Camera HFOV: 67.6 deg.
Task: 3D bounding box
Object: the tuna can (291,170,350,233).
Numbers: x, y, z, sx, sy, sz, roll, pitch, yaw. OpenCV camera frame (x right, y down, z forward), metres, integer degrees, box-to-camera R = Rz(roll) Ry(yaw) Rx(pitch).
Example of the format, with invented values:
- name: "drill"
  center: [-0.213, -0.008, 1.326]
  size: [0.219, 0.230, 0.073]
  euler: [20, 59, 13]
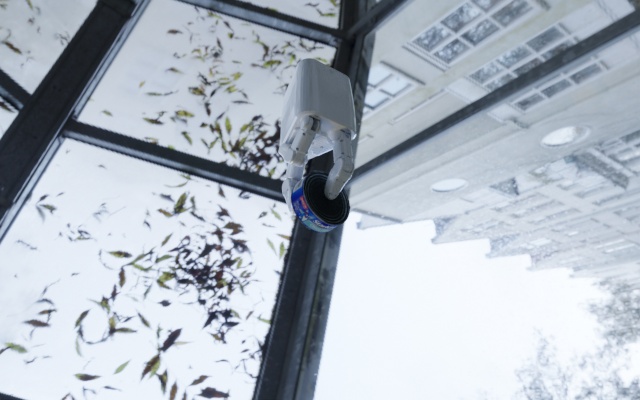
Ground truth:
- name: "tuna can"
  center: [0.000, 0.003, 0.684]
  size: [0.086, 0.086, 0.034]
  euler: [0, -25, -44]
